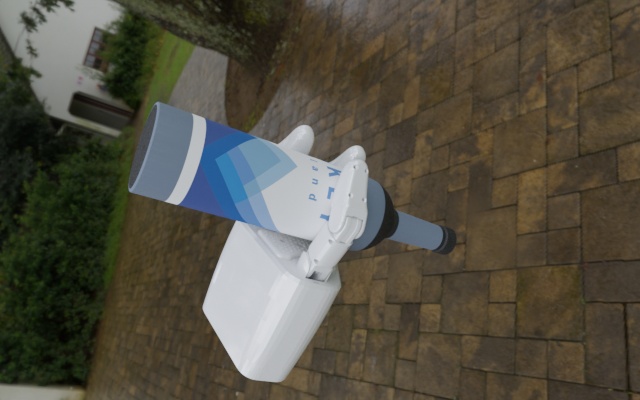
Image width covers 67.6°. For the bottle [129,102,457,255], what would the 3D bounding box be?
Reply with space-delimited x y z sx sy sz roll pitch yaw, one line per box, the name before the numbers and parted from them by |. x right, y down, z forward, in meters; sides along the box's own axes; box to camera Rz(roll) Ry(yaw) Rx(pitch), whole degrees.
bottle | 0.000 0.001 0.402 0.296 0.069 0.069 17 -8 -28
